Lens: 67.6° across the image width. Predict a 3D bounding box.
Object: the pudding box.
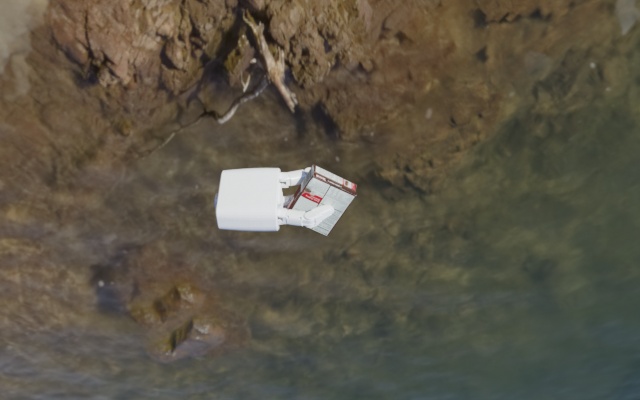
[{"bbox_3d":[0.000,0.003,0.860,0.090,0.113,0.039,24,35,-15],"label":"pudding box"}]
